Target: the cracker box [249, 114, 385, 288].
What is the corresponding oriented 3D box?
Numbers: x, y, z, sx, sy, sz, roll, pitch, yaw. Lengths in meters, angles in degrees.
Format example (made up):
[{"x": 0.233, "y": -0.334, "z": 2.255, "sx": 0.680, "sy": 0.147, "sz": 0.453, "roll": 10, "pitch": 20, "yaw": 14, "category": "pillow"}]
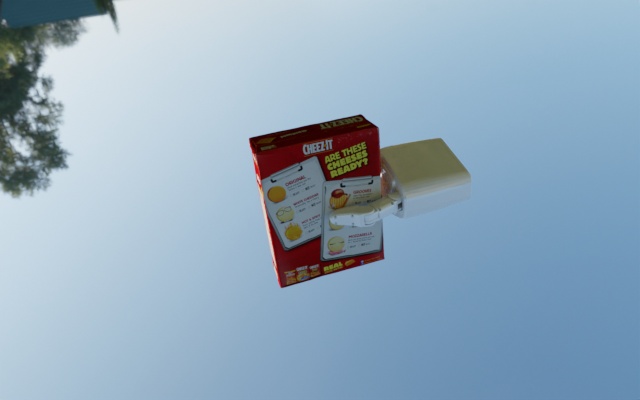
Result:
[{"x": 0.000, "y": 0.002, "z": 0.670, "sx": 0.164, "sy": 0.214, "sz": 0.072, "roll": -14, "pitch": 30, "yaw": -12, "category": "cracker box"}]
